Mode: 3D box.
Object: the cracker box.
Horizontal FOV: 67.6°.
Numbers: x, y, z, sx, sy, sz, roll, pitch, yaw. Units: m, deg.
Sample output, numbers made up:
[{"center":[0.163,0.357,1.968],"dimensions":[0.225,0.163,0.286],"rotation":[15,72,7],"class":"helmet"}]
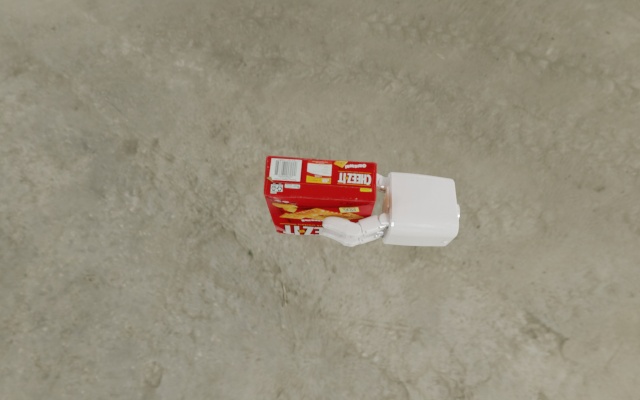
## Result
[{"center":[0.000,0.002,0.782],"dimensions":[0.164,0.072,0.214],"rotation":[3,-19,1],"class":"cracker box"}]
